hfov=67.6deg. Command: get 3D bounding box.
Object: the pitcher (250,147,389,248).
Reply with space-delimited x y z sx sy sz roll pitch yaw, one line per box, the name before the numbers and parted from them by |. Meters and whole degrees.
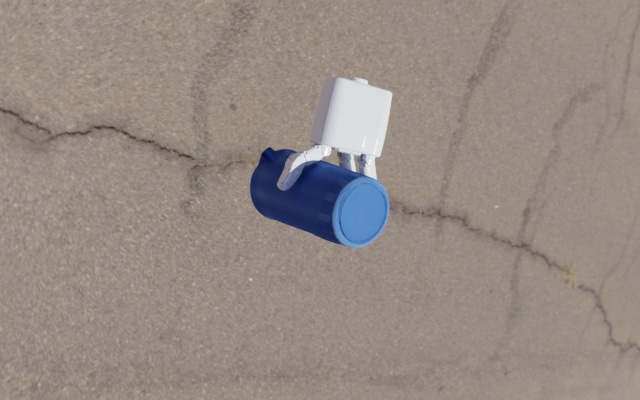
pitcher | 0.000 0.002 0.788 0.149 0.145 0.242 9 7 -37
